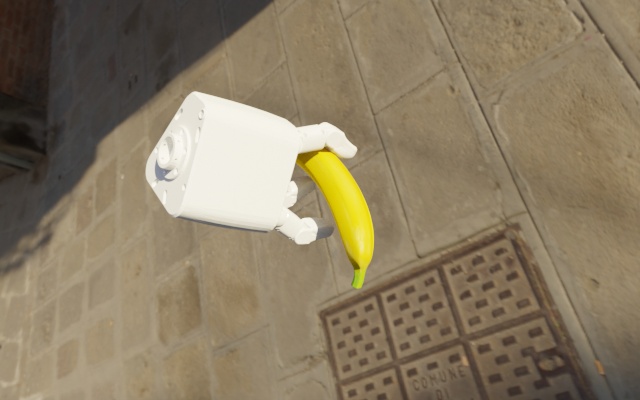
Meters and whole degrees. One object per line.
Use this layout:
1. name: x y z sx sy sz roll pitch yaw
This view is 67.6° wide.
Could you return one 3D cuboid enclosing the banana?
1. banana: 0.012 -0.006 0.518 0.037 0.197 0.070 3 -37 -42
